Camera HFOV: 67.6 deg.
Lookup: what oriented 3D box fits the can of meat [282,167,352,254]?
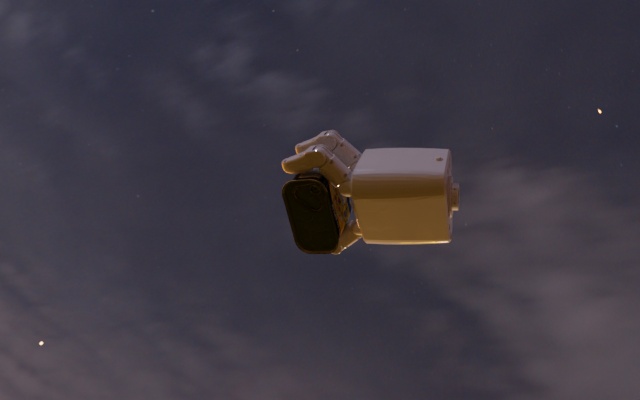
[{"bbox_3d":[0.000,0.002,0.601,0.057,0.102,0.084,-3,27,21],"label":"can of meat"}]
